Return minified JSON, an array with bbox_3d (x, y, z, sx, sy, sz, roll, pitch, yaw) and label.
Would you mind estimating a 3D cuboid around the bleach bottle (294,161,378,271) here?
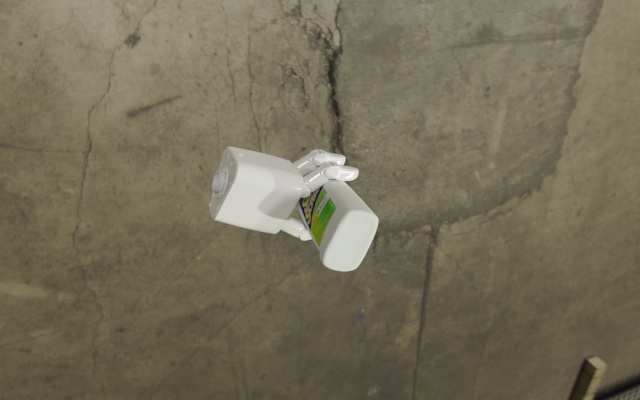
[{"bbox_3d":[0.000,0.002,0.767,0.068,0.102,0.250,15,19,-29],"label":"bleach bottle"}]
